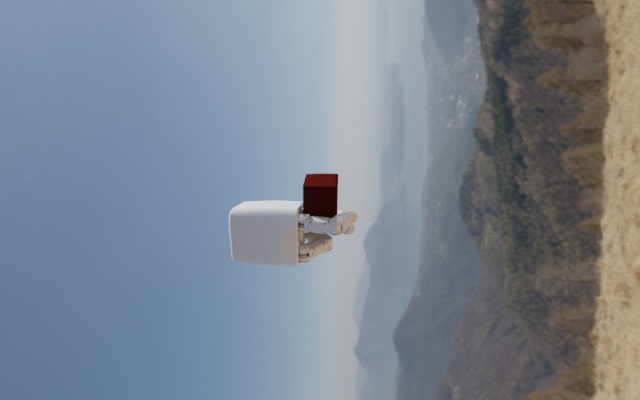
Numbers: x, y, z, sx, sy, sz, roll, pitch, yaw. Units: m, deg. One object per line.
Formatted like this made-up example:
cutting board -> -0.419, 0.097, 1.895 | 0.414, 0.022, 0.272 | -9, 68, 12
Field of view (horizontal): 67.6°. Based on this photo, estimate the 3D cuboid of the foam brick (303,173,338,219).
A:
foam brick -> 0.000, 0.002, 0.744 | 0.051, 0.078, 0.053 | 3, 25, 5
